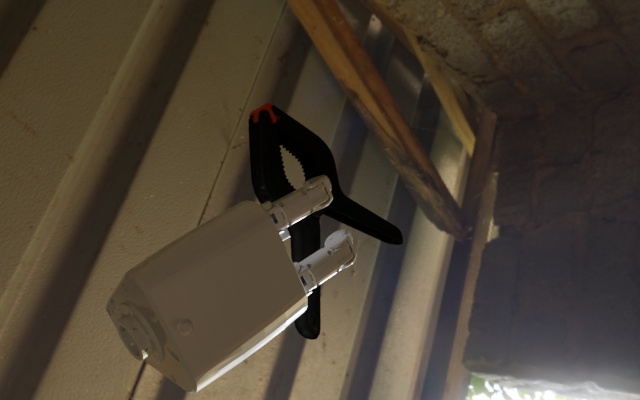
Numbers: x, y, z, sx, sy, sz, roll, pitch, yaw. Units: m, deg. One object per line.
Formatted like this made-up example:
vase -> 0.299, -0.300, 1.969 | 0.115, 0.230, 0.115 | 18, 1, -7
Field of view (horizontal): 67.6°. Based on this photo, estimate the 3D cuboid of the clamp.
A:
clamp -> -0.001, 0.001, 0.464 | 0.164, 0.210, 0.036 | -32, 12, -40
